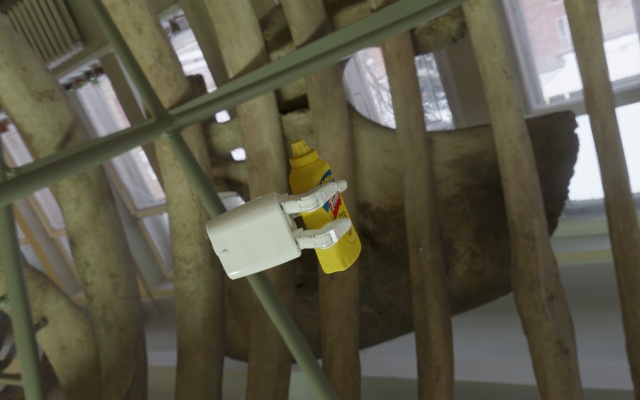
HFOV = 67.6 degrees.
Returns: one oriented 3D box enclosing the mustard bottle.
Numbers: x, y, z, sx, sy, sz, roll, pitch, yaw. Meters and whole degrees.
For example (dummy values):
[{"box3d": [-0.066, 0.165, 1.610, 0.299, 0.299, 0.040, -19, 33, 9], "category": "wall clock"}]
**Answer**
[{"box3d": [0.001, 0.002, 0.697, 0.058, 0.192, 0.096, -15, 17, 25], "category": "mustard bottle"}]
